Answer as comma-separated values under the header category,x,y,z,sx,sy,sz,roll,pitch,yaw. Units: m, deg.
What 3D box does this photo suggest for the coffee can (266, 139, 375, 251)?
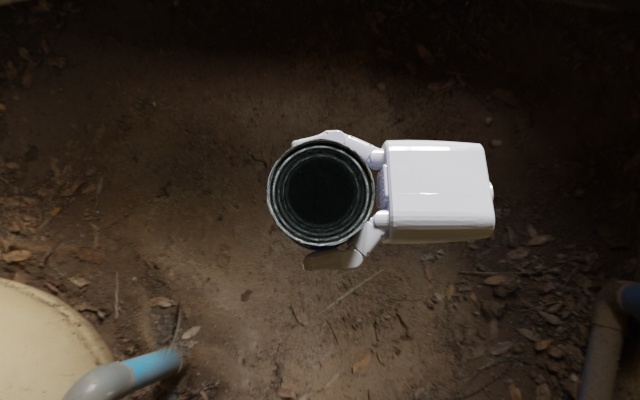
category,x,y,z,sx,sy,sz,roll,pitch,yaw
coffee can,0.000,0.001,0.514,0.103,0.103,0.140,0,-7,0
